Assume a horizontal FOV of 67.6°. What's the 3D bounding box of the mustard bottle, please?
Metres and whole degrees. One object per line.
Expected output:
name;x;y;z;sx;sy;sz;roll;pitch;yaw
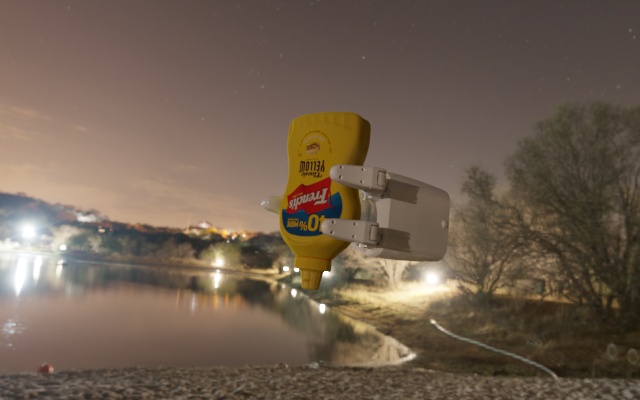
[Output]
mustard bottle;0.000;0.001;0.528;0.096;0.191;0.058;1;-10;33
